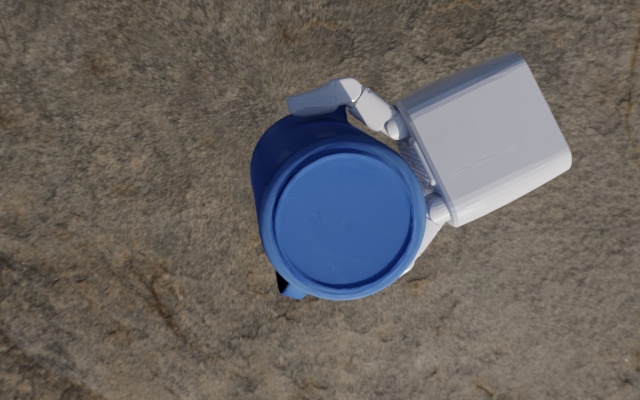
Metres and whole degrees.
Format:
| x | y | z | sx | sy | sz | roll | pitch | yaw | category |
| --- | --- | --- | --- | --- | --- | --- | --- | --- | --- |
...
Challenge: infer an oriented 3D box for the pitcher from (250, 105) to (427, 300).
| x | y | z | sx | sy | sz | roll | pitch | yaw | category |
| --- | --- | --- | --- | --- | --- | --- | --- | --- | --- |
| 0.000 | 0.001 | 0.411 | 0.145 | 0.149 | 0.242 | -26 | 13 | 0 | pitcher |
